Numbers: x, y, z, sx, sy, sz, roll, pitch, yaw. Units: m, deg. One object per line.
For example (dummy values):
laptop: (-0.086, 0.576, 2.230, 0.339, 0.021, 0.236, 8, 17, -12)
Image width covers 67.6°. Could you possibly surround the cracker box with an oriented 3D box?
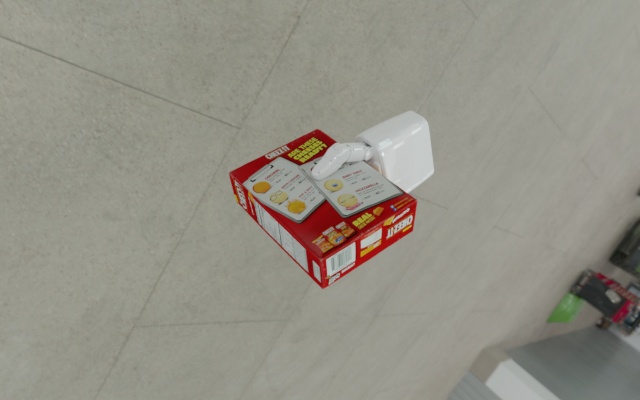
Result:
cracker box: (0.000, 0.002, 0.668, 0.164, 0.072, 0.213, -30, 49, -26)
